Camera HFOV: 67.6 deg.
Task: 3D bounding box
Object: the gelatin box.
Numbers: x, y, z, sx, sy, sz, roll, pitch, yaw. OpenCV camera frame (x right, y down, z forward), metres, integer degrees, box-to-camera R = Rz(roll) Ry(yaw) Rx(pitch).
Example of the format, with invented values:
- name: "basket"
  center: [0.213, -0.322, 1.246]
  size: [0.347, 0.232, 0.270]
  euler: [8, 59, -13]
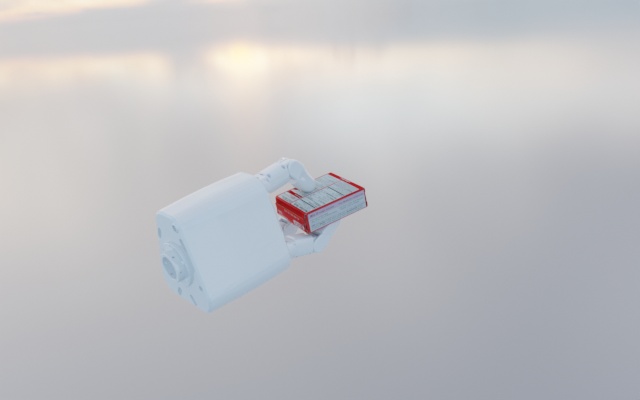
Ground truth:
- name: "gelatin box"
  center: [0.000, 0.001, 0.583]
  size: [0.089, 0.030, 0.073]
  euler: [-25, 30, -25]
